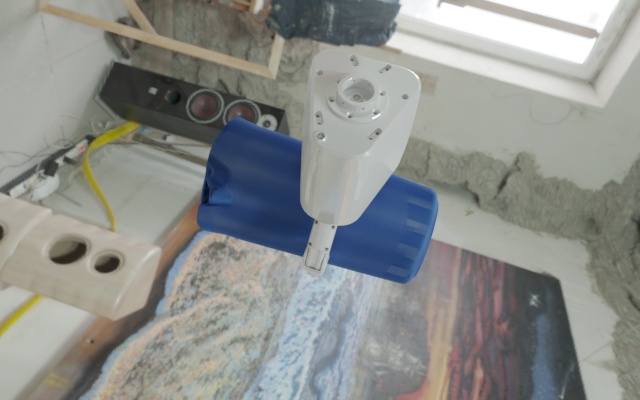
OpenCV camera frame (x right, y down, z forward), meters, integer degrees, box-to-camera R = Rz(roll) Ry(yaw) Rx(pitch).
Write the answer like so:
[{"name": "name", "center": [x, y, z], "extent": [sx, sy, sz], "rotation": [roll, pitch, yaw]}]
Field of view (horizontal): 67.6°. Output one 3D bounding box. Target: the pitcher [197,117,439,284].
[{"name": "pitcher", "center": [0.000, 0.002, 0.537], "extent": [0.243, 0.149, 0.145], "rotation": [18, -29, 6]}]
